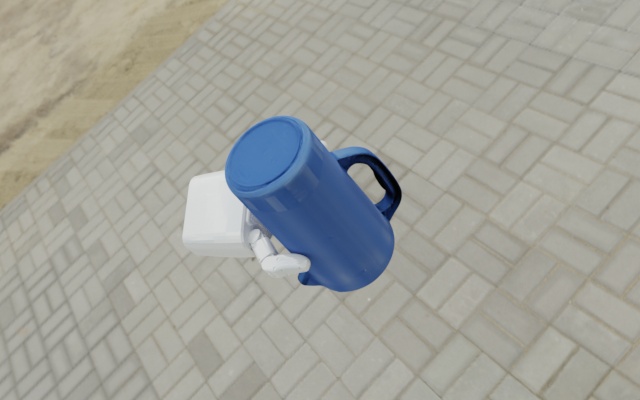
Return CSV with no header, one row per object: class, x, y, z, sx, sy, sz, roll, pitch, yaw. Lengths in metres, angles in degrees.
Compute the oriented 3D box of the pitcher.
pitcher,0.000,0.002,0.591,0.145,0.149,0.243,-3,-32,28
